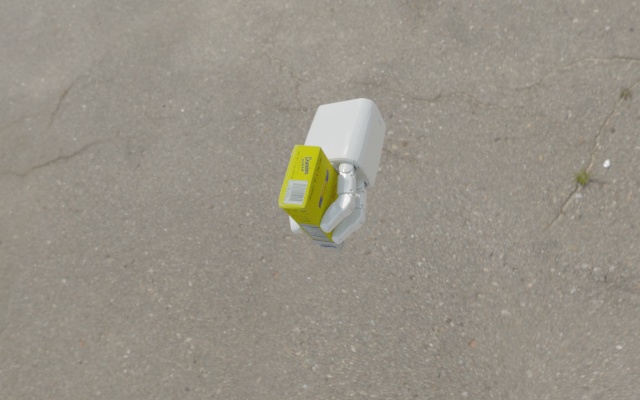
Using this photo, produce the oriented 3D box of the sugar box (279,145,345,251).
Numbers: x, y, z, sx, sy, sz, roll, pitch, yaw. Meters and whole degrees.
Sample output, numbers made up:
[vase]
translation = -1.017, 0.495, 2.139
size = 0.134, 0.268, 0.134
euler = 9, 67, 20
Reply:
[sugar box]
translation = 0.001, 0.002, 0.697
size = 0.048, 0.093, 0.176
euler = 6, -21, 25
